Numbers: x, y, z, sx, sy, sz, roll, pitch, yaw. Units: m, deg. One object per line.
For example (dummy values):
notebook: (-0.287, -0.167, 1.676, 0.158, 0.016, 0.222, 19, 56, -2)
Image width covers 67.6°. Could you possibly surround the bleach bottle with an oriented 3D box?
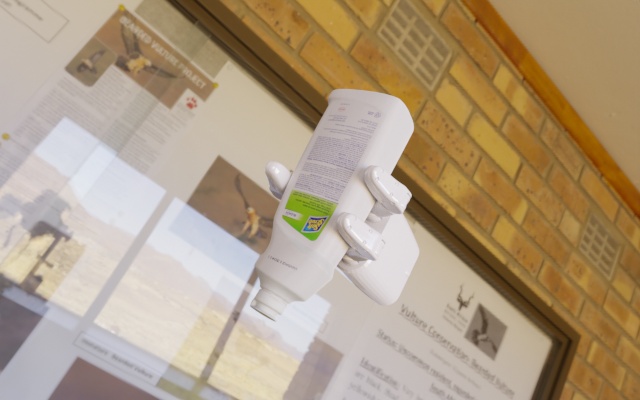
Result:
bleach bottle: (0.000, 0.002, 0.489, 0.102, 0.250, 0.068, 16, -23, 37)
